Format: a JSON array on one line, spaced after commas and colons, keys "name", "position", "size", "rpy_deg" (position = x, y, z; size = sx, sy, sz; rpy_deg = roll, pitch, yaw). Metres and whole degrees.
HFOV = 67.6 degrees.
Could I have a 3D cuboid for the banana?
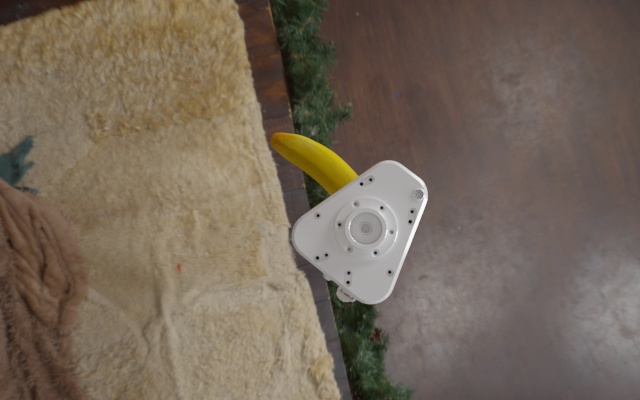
[{"name": "banana", "position": [0.018, -0.005, 0.537], "size": [0.069, 0.198, 0.037], "rpy_deg": [-31, -4, 6]}]
